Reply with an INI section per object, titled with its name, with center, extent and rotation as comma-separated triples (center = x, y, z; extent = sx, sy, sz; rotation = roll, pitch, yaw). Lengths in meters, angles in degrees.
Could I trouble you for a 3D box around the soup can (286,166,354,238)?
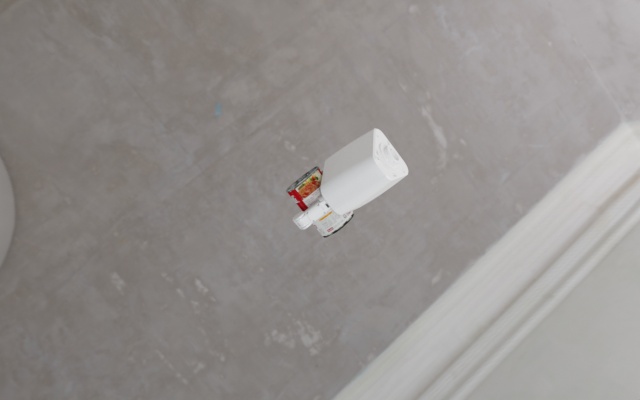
[soup can]
center = 0.000, 0.003, 0.798
extent = 0.068, 0.102, 0.068
rotation = -37, 9, 7
